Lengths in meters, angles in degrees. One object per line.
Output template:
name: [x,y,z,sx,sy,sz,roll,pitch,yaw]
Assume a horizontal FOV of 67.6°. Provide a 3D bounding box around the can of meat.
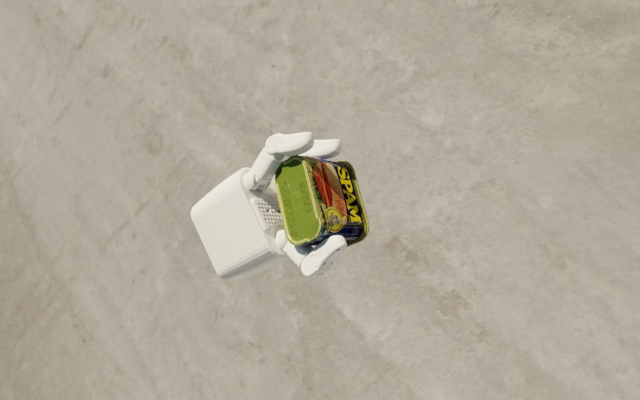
can of meat: [0.000,0.002,0.539,0.057,0.102,0.084,-26,-20,37]
